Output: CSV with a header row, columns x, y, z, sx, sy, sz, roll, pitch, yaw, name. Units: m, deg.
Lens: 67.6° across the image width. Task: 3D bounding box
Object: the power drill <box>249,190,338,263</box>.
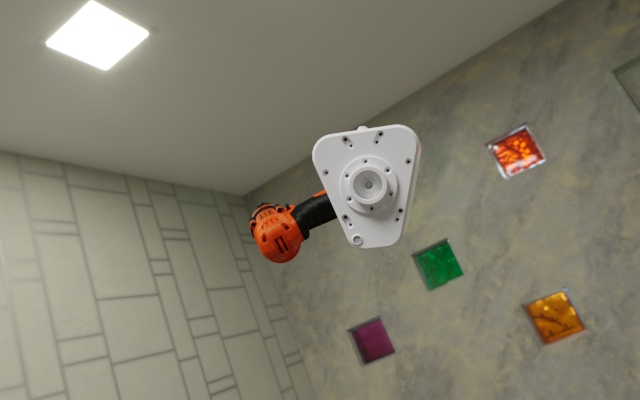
x,y,z,sx,sy,sz,roll,pitch,yaw,name
0.001,0.002,0.591,0.187,0.057,0.184,-30,15,-6,power drill
